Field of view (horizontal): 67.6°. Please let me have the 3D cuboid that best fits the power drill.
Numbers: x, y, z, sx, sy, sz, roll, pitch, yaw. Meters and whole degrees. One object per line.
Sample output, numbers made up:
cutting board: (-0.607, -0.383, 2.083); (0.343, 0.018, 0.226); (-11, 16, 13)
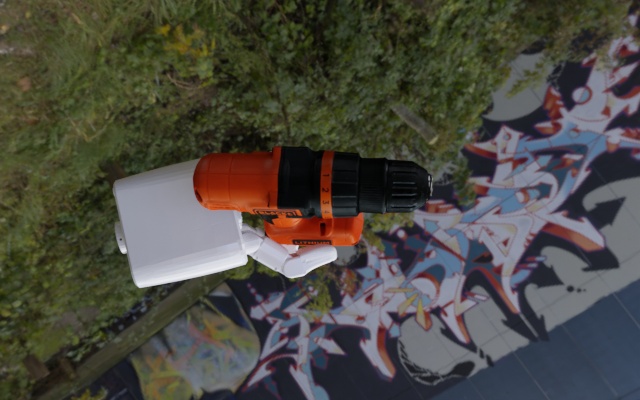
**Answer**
power drill: (0.000, 0.002, 0.436); (0.184, 0.057, 0.188); (3, -14, 7)
